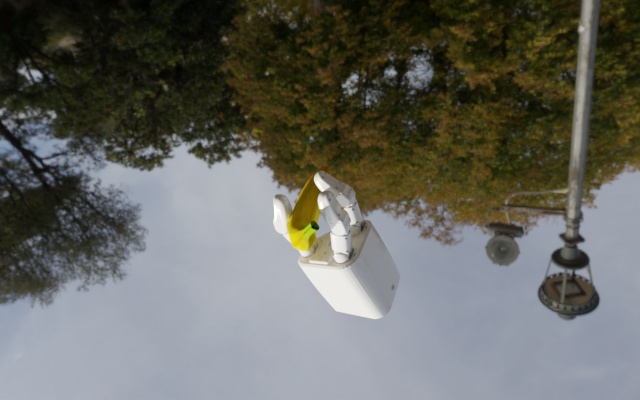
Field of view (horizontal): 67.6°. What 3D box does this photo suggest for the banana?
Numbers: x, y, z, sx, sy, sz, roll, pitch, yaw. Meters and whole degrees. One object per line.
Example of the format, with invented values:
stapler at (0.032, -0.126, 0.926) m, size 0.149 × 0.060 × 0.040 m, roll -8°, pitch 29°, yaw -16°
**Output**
banana at (-0.013, 0.016, 0.648) m, size 0.037 × 0.070 × 0.197 m, roll 40°, pitch 22°, yaw -15°
